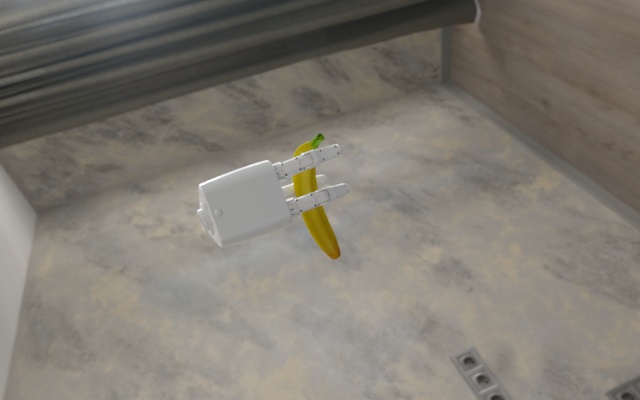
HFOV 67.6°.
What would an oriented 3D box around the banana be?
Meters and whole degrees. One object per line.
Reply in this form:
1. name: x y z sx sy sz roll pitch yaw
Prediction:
1. banana: -0.011 -0.004 0.735 0.037 0.198 0.069 -20 20 -29
